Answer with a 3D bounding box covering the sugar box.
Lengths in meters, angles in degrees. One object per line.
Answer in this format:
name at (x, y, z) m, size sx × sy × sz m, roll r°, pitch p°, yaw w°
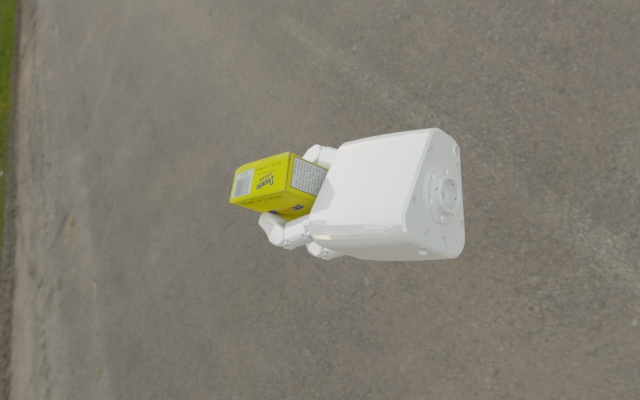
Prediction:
sugar box at (0.000, 0.002, 0.525) m, size 0.176 × 0.048 × 0.093 m, roll 23°, pitch -22°, yaw -39°
